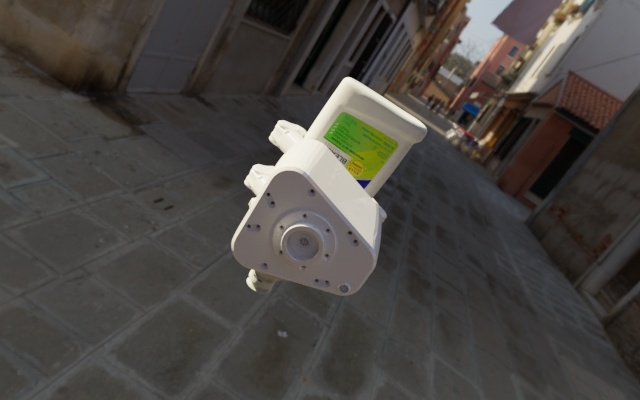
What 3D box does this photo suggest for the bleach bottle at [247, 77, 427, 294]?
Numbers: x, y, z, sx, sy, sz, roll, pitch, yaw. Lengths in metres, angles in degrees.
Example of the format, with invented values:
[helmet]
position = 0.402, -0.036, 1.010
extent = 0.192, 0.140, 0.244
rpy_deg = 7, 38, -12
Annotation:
[bleach bottle]
position = 0.000, 0.002, 0.511
extent = 0.102, 0.251, 0.068
rpy_deg = 32, 17, -3
